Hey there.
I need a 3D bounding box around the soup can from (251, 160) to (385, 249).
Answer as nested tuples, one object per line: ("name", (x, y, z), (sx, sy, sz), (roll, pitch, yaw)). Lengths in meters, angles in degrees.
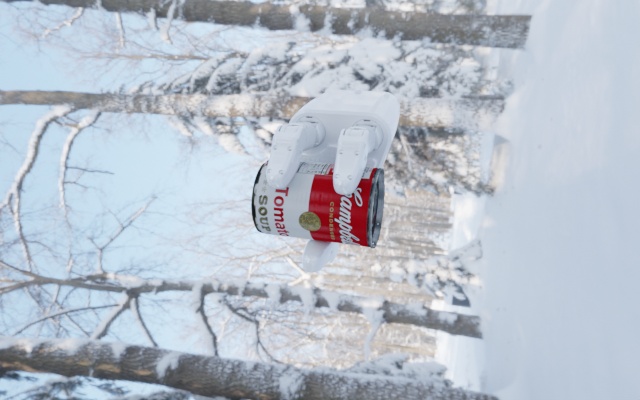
("soup can", (0.000, 0.002, 0.411), (0.102, 0.068, 0.068), (6, 1, 14))
